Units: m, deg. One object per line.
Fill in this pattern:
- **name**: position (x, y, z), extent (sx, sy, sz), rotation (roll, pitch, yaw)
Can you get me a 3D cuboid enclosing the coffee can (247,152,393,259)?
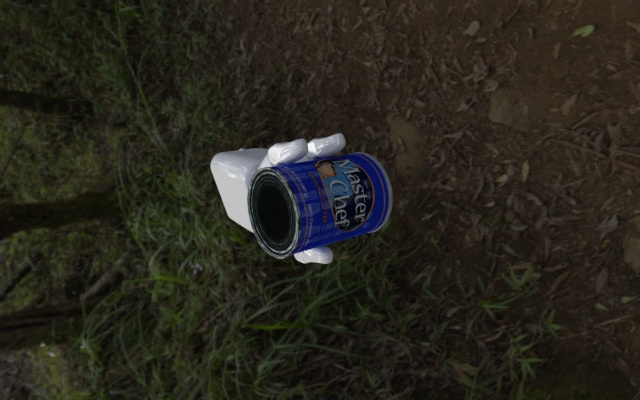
- **coffee can**: position (0.000, 0.002, 0.562), extent (0.140, 0.103, 0.103), rotation (-13, 8, -37)
